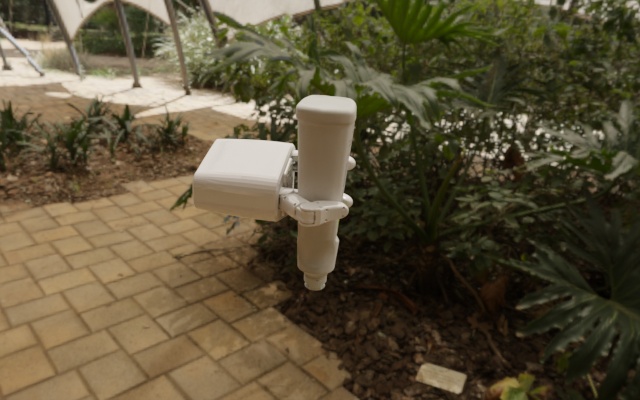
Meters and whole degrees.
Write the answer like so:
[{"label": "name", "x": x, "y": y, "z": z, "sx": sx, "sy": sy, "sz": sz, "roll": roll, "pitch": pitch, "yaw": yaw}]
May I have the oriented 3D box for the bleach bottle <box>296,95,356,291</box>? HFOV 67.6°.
[{"label": "bleach bottle", "x": 0.000, "y": 0.002, "z": 0.598, "sx": 0.068, "sy": 0.251, "sz": 0.102, "roll": 6, "pitch": 21, "yaw": 5}]
